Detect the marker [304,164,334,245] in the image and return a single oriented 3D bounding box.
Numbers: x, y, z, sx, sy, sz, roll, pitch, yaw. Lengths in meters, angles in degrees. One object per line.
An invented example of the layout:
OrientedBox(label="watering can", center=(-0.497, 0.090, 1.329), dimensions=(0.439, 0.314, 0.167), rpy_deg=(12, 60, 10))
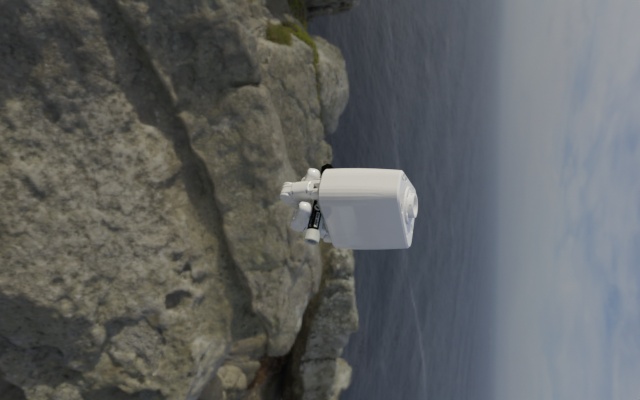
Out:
OrientedBox(label="marker", center=(0.000, 0.002, 0.644), dimensions=(0.020, 0.121, 0.020), rpy_deg=(10, -29, 6))
